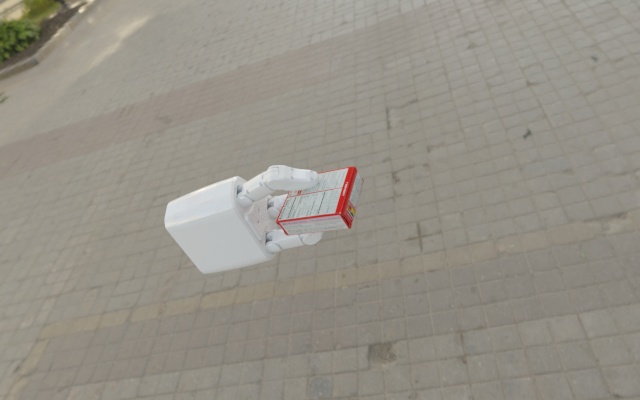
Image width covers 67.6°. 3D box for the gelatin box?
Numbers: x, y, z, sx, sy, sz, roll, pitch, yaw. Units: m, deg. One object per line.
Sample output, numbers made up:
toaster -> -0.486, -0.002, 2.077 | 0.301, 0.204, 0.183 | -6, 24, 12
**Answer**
gelatin box -> 0.000, 0.001, 0.555 | 0.089, 0.073, 0.030 | -10, -46, 31
